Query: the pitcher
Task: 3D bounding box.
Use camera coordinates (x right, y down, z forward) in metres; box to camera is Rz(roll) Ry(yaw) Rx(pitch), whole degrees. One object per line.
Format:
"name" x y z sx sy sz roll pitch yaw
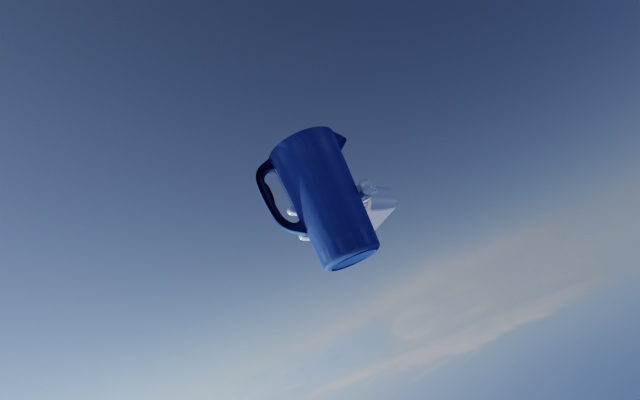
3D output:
"pitcher" 0.000 0.003 0.861 0.149 0.242 0.145 -35 -20 32
